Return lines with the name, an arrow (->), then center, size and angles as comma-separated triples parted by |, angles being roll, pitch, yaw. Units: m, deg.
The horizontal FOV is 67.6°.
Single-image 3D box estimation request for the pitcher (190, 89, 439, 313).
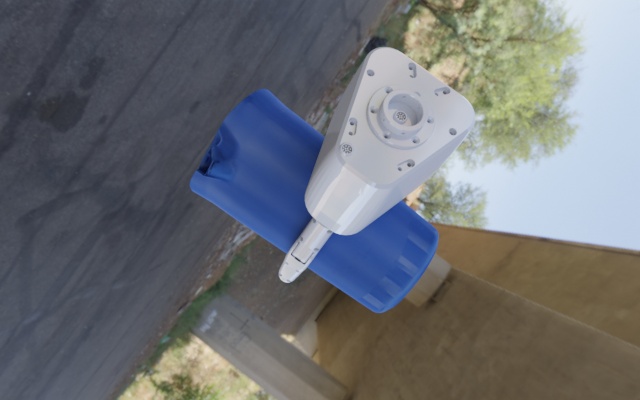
pitcher -> 0.000, 0.002, 0.511 | 0.243, 0.149, 0.145 | 37, -24, 3
